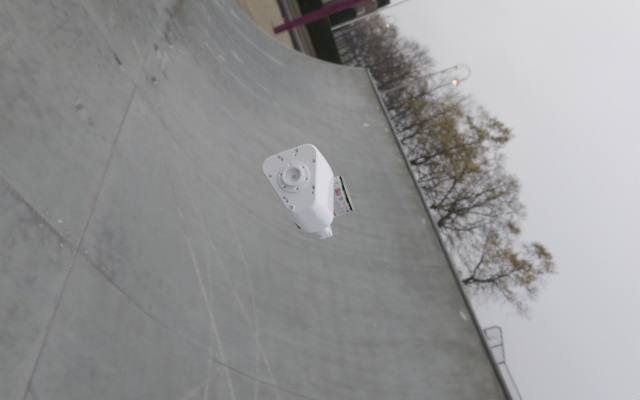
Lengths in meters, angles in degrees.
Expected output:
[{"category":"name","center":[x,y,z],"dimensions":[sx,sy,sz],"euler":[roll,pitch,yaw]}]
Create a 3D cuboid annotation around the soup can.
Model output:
[{"category":"soup can","center":[0.001,0.003,0.847],"dimensions":[0.102,0.068,0.068],"euler":[-19,-2,7]}]
